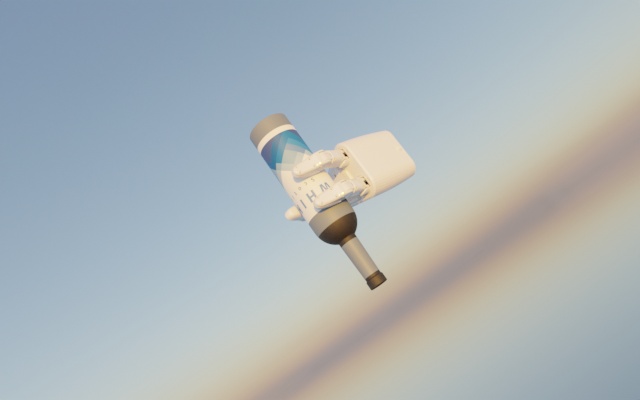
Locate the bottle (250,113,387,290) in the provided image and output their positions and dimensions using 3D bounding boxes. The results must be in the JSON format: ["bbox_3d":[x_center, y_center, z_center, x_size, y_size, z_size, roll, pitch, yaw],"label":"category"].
[{"bbox_3d":[0.000,0.002,0.704,0.069,0.295,0.069,-32,-16,-10],"label":"bottle"}]
